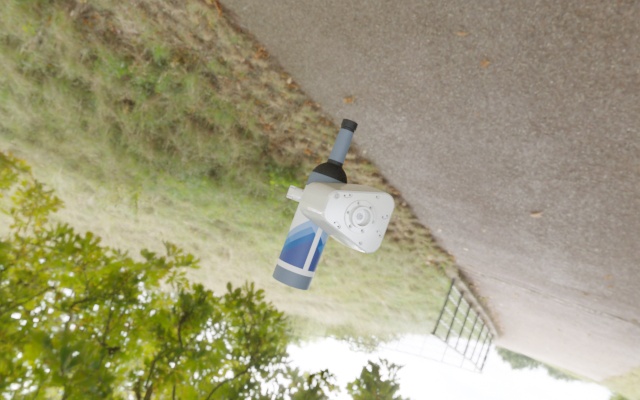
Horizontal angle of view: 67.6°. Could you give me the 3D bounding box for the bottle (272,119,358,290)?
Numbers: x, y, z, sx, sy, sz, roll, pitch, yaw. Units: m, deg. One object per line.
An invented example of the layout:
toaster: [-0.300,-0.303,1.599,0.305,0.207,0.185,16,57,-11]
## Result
bottle: [0.000,0.003,0.815,0.069,0.295,0.069,21,-1,0]
